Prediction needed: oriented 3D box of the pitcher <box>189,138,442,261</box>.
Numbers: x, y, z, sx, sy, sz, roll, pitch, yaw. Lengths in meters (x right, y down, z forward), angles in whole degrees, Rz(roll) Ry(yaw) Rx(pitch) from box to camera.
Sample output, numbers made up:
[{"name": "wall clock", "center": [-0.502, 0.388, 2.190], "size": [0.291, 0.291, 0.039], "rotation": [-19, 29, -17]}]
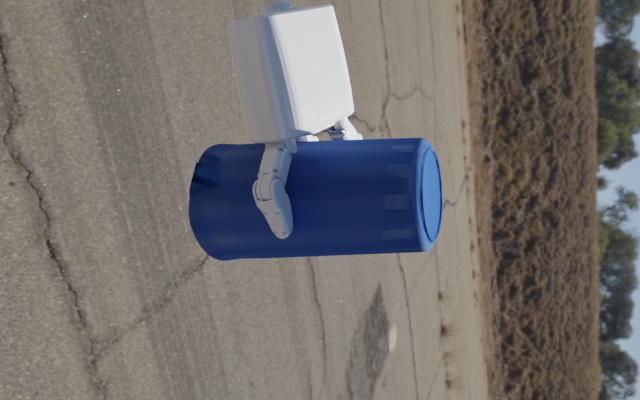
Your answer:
[{"name": "pitcher", "center": [0.000, 0.001, 0.505], "size": [0.243, 0.145, 0.149], "rotation": [-2, 21, 25]}]
